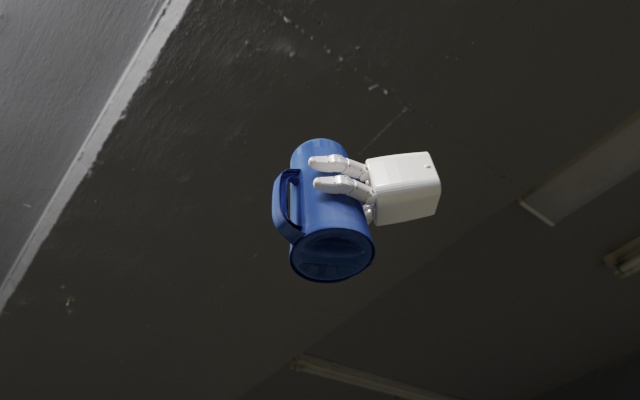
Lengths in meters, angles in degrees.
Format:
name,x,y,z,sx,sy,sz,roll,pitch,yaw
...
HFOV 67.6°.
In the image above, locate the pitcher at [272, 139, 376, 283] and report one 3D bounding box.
name,x,y,z,sx,sy,sz,roll,pitch,yaw
pitcher,0.000,0.003,0.801,0.145,0.242,0.149,-9,-45,1
